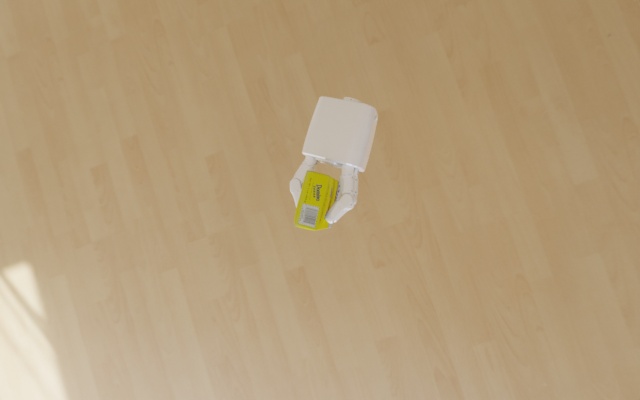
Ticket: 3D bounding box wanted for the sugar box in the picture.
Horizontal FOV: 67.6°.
[{"bbox_3d":[0.001,0.003,0.841,0.048,0.093,0.176,15,2,12],"label":"sugar box"}]
